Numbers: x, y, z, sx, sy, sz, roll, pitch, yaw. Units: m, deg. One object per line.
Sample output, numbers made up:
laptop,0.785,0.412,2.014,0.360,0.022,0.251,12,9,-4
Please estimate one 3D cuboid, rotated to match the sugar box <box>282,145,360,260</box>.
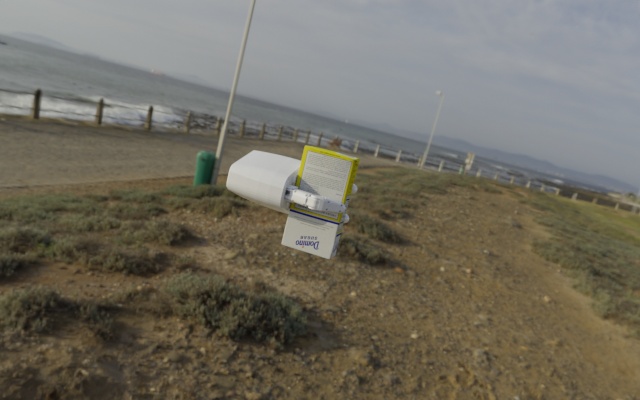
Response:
sugar box,0.000,0.002,0.817,0.093,0.176,0.048,17,10,13
